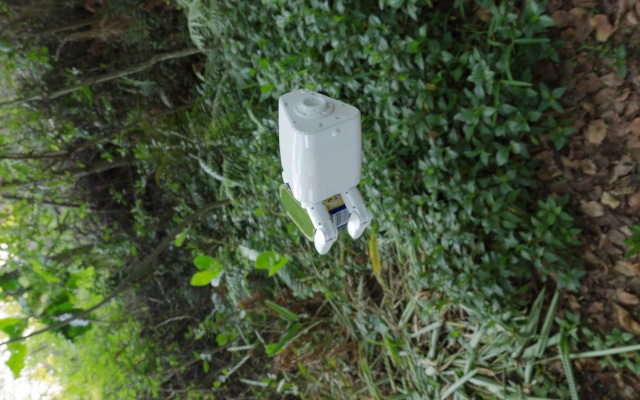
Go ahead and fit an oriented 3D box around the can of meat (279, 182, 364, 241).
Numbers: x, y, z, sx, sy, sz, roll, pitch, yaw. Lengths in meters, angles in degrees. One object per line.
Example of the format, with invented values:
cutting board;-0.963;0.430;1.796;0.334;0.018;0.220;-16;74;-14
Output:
can of meat;0.000;0.002;0.691;0.084;0.057;0.102;-24;49;-24
